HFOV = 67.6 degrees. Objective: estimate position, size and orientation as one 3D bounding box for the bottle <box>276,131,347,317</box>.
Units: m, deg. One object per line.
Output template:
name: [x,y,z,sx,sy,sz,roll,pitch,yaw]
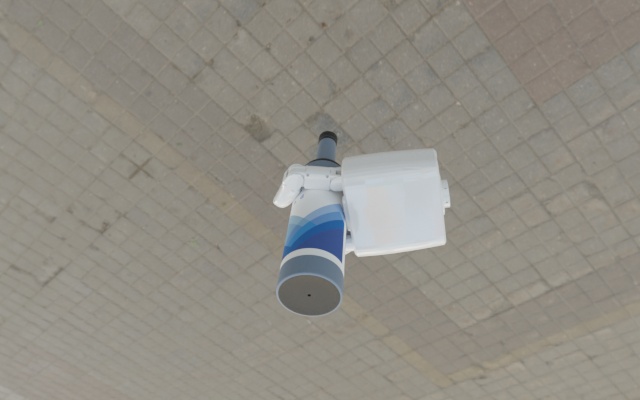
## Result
bottle: [0.000,0.002,0.584,0.069,0.069,0.295,0,39,6]
